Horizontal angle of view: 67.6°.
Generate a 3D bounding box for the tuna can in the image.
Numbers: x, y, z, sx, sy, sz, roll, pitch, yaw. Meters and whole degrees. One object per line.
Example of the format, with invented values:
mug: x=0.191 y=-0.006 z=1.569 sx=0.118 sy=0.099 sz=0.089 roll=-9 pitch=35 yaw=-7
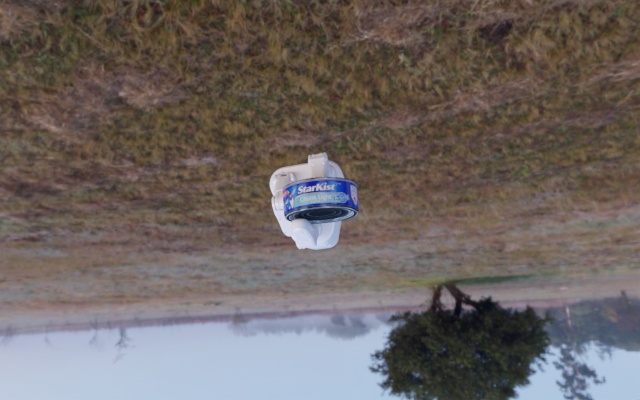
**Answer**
tuna can: x=0.000 y=0.002 z=0.542 sx=0.086 sy=0.033 sz=0.086 roll=-4 pitch=-14 yaw=-1
